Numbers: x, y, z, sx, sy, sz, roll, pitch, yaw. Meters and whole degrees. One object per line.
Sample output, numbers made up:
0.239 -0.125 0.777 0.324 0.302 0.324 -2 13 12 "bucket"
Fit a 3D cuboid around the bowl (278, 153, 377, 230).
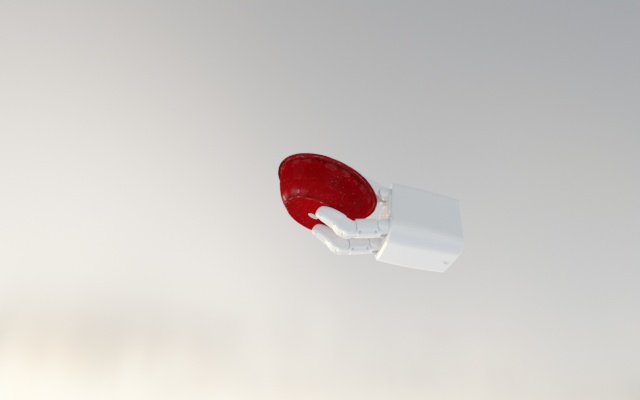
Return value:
-0.001 0.002 0.716 0.162 0.055 0.162 18 -31 11 "bowl"
